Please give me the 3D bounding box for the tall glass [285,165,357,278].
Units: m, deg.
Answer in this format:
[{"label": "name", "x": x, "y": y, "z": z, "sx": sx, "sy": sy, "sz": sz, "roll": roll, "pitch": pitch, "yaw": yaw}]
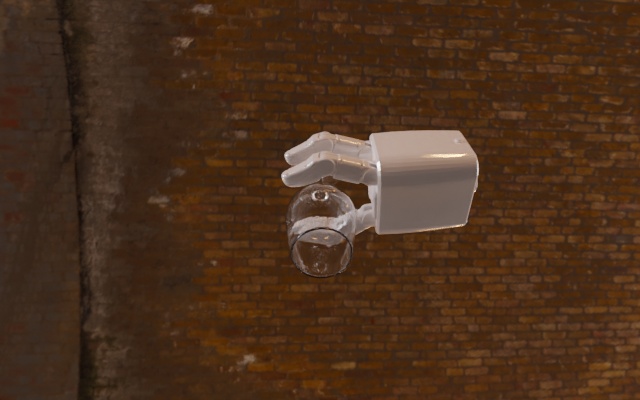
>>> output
[{"label": "tall glass", "x": 0.000, "y": 0.002, "z": 0.552, "sx": 0.079, "sy": 0.079, "sz": 0.201, "roll": 0, "pitch": 31, "yaw": -1}]
